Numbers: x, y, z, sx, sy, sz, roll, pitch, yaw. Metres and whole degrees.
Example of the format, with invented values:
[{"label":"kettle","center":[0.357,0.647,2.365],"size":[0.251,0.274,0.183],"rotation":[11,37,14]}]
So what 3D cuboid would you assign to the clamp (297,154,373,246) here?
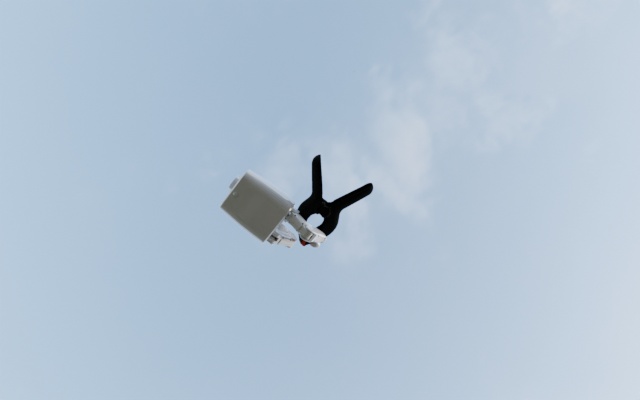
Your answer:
[{"label":"clamp","center":[0.000,0.003,0.869],"size":[0.120,0.171,0.039],"rotation":[38,14,-5]}]
